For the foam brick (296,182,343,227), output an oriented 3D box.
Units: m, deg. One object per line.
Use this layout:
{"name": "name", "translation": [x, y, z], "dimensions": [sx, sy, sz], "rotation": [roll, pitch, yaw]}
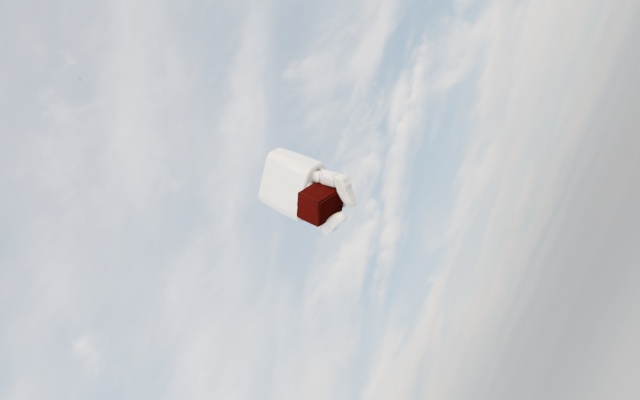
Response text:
{"name": "foam brick", "translation": [0.000, 0.003, 0.859], "dimensions": [0.051, 0.053, 0.078], "rotation": [25, 36, 29]}
